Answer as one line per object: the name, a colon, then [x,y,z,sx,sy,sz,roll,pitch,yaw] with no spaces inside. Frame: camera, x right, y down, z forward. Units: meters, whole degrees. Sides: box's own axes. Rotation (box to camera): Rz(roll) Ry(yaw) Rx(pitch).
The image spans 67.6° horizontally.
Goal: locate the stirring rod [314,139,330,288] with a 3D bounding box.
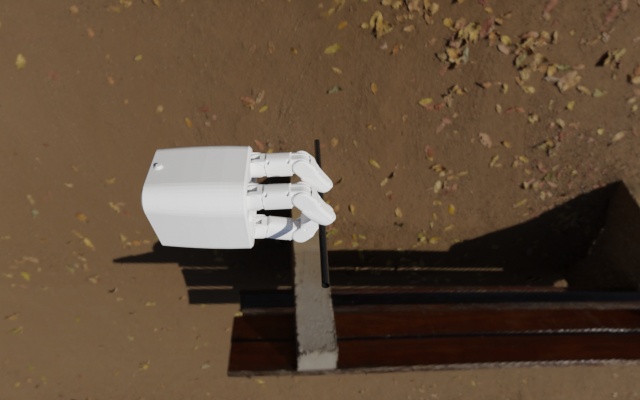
stirring rod: [0.000,0.002,0.549,0.011,0.011,0.239,0,42,-3]
